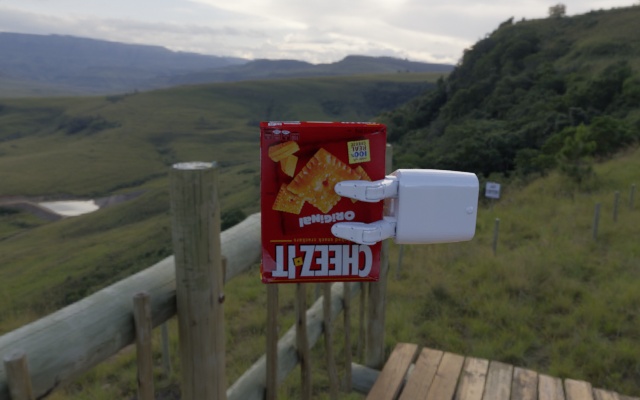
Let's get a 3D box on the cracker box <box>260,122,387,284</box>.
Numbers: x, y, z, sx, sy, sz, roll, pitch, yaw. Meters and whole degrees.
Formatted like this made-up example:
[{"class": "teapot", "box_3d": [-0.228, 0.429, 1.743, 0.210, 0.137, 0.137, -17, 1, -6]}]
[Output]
[{"class": "cracker box", "box_3d": [0.000, 0.002, 0.647, 0.164, 0.214, 0.072, 0, 12, -6]}]
